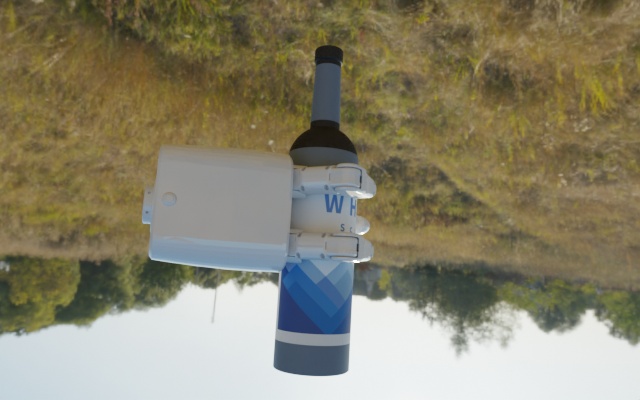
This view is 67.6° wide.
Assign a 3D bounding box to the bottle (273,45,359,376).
[{"bbox_3d":[0.000,0.002,0.439,0.069,0.295,0.069,3,-8,0],"label":"bottle"}]
